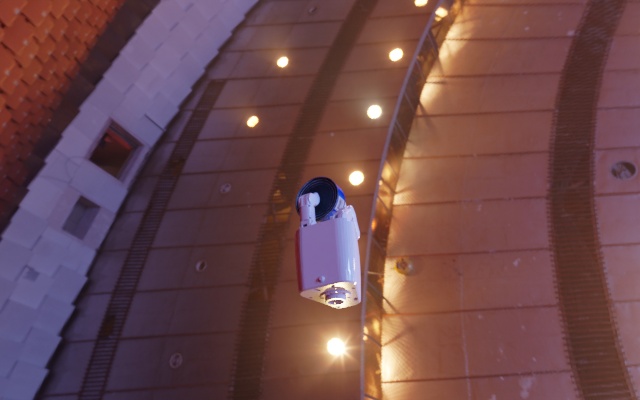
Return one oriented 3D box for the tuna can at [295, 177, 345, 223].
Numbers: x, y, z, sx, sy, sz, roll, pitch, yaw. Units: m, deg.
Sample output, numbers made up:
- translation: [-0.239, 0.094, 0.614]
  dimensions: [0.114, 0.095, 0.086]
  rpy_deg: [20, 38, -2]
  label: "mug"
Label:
- translation: [0.000, 0.003, 0.852]
  dimensions: [0.086, 0.086, 0.034]
  rpy_deg: [0, -24, 31]
  label: "tuna can"
